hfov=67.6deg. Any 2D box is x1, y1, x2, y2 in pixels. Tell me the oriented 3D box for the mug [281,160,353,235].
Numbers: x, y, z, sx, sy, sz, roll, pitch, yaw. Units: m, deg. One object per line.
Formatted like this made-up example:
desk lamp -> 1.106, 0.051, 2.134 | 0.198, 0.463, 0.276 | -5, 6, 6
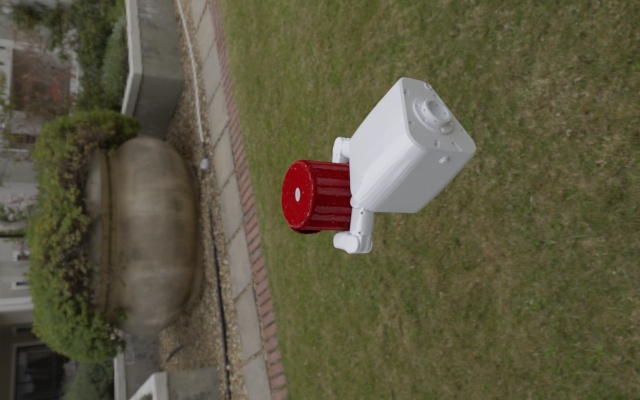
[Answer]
mug -> -0.001, 0.003, 0.581 | 0.081, 0.093, 0.117 | 3, -39, -31
